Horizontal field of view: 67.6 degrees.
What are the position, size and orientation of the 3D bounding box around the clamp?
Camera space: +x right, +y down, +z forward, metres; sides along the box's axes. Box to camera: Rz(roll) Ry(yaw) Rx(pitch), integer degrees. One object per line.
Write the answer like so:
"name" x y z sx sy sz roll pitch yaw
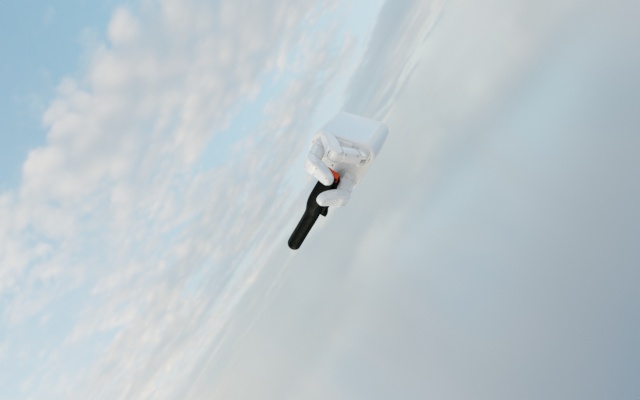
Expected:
"clamp" 0.000 0.002 0.843 0.039 0.172 0.120 32 39 3
